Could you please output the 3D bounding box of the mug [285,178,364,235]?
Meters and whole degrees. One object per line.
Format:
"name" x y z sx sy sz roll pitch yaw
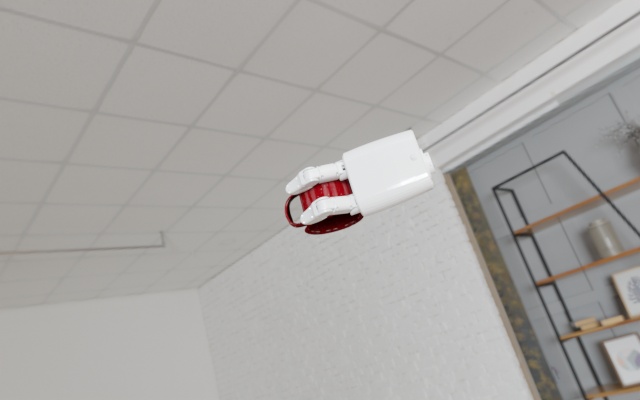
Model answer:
"mug" -0.001 0.003 0.732 0.117 0.081 0.093 -20 -19 12
